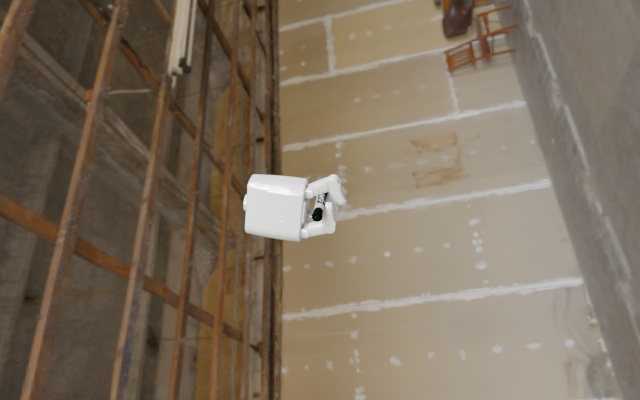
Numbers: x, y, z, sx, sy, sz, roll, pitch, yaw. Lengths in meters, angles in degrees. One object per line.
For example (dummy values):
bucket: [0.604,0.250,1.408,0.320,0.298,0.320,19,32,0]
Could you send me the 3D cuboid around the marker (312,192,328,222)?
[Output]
marker: [0.000,0.003,0.863,0.020,0.020,0.121,0,28,8]
